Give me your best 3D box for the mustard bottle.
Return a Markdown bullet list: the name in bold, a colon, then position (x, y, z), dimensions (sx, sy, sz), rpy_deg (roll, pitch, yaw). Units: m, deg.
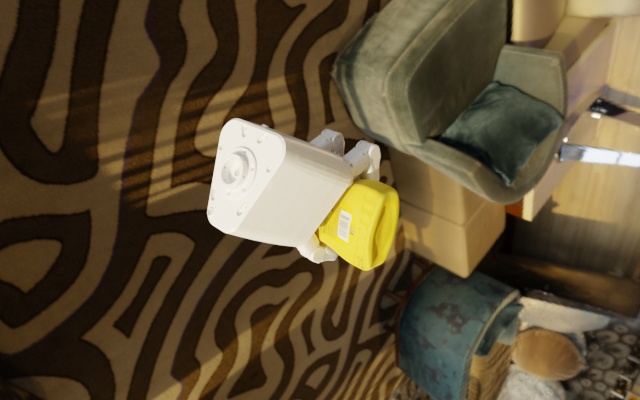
- **mustard bottle**: position (0.001, 0.002, 0.572), dimensions (0.191, 0.096, 0.058), rpy_deg (26, 30, 37)
